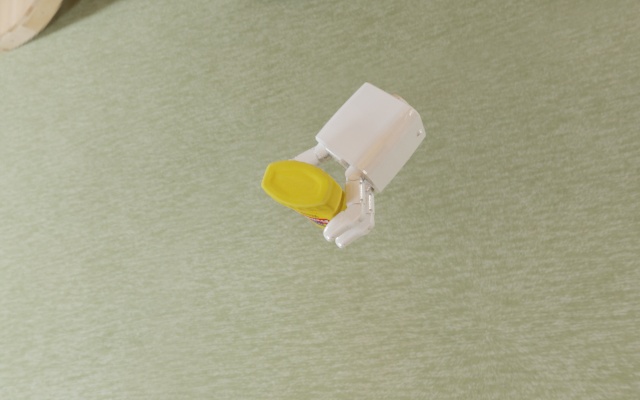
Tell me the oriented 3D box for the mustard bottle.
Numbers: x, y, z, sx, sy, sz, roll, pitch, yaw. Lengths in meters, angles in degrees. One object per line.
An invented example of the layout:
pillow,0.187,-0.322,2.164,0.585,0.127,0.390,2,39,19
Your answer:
mustard bottle,0.000,0.002,0.659,0.096,0.058,0.192,14,-9,22
